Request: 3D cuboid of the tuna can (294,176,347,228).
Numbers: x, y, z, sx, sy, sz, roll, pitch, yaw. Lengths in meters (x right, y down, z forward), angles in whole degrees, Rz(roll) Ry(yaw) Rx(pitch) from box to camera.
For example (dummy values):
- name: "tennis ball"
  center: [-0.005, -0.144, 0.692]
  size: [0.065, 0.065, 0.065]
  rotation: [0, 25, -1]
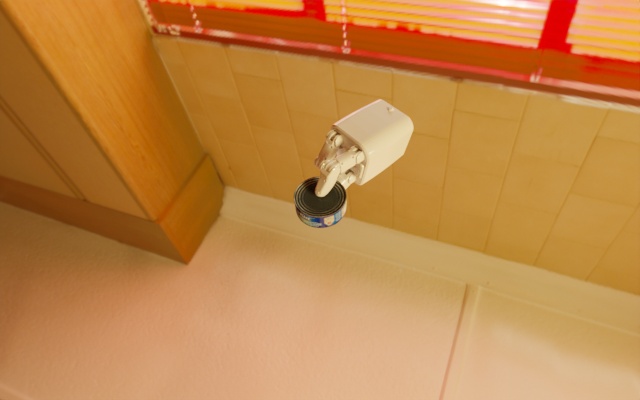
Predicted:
- name: "tuna can"
  center: [0.000, 0.003, 0.779]
  size: [0.086, 0.086, 0.034]
  rotation: [0, -40, 4]
